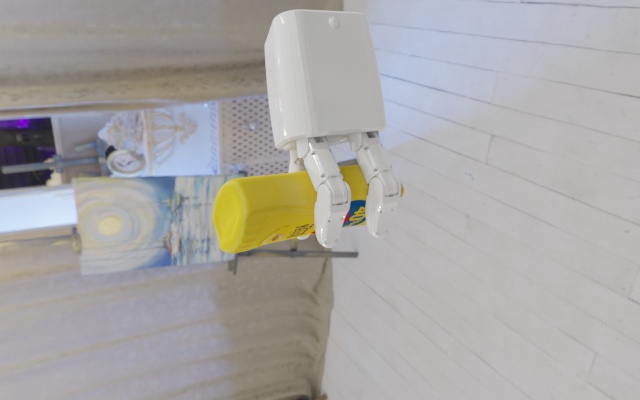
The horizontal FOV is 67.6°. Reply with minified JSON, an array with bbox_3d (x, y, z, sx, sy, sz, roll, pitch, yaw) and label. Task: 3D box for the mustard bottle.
[{"bbox_3d":[0.000,0.002,0.458,0.191,0.058,0.096,-10,-21,-29],"label":"mustard bottle"}]
